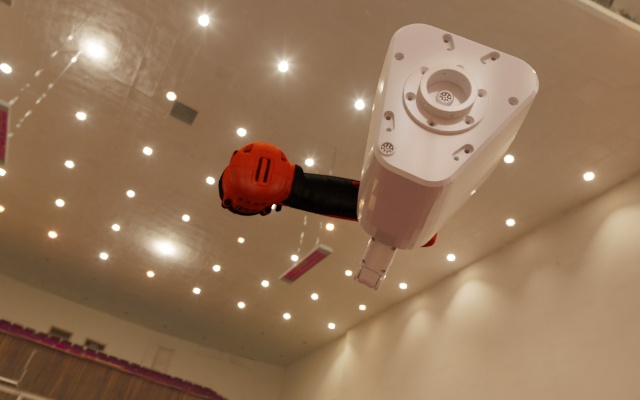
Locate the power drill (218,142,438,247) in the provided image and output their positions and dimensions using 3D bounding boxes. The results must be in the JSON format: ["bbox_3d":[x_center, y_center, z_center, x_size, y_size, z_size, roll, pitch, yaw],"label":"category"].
[{"bbox_3d":[0.001,0.001,0.441,0.187,0.057,0.184,10,-6,-13],"label":"power drill"}]
